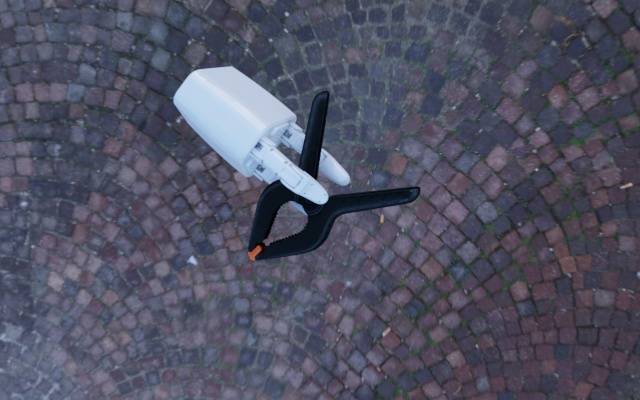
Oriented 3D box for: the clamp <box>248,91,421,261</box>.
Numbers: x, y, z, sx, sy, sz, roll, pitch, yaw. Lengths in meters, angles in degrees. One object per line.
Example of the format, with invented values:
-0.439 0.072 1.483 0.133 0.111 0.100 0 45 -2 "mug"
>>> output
-0.001 0.002 0.561 0.164 0.210 0.036 40 9 4 "clamp"
